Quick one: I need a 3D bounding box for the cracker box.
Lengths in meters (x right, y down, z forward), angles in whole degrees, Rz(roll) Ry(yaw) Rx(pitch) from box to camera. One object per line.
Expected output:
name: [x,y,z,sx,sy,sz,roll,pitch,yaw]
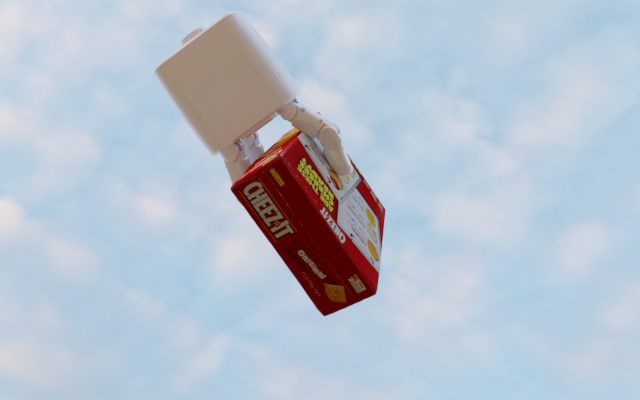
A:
cracker box: [0.000,0.002,0.544,0.072,0.164,0.213,-31,13,20]
